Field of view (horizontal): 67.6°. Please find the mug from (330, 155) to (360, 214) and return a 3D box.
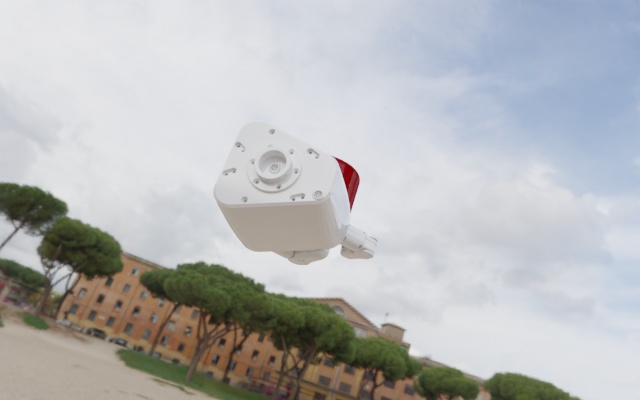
[{"bbox_3d":[0.000,0.002,0.582,0.093,0.081,0.117,14,-22,12],"label":"mug"}]
